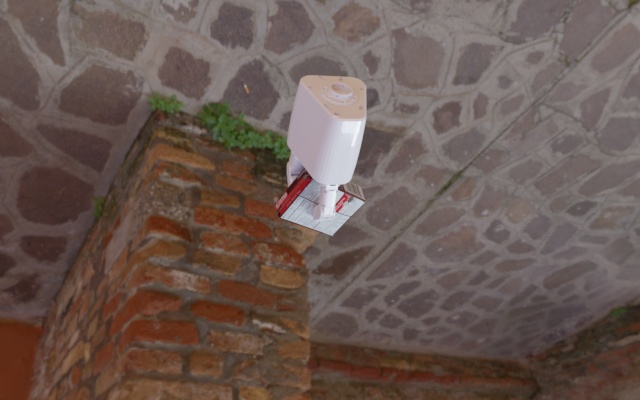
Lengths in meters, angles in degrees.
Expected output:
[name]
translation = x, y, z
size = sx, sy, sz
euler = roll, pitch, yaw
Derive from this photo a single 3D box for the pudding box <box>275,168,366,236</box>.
[pudding box]
translation = 0.000, 0.002, 0.737
size = 0.113, 0.039, 0.090
euler = 23, -57, -34
